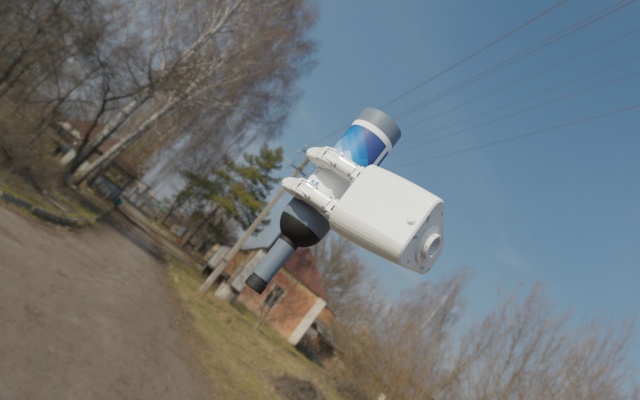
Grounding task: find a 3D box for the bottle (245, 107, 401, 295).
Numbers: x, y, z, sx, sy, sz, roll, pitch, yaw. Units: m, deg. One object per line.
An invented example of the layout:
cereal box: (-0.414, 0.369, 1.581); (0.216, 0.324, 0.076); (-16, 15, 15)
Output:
bottle: (0.000, 0.002, 0.654); (0.069, 0.295, 0.069); (36, -13, 10)
